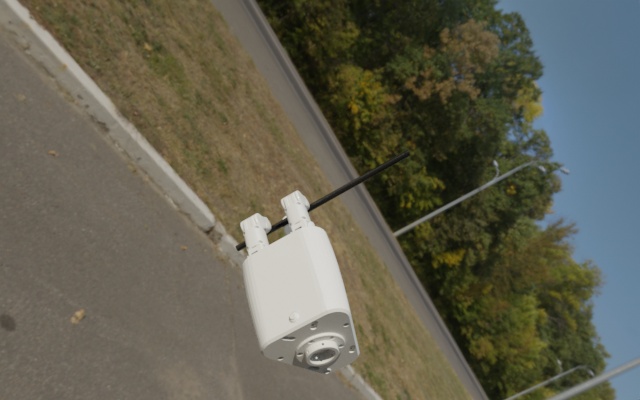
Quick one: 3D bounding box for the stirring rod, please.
[{"bbox_3d":[0.000,0.002,0.579,0.239,0.011,0.011,-29,-5,8],"label":"stirring rod"}]
